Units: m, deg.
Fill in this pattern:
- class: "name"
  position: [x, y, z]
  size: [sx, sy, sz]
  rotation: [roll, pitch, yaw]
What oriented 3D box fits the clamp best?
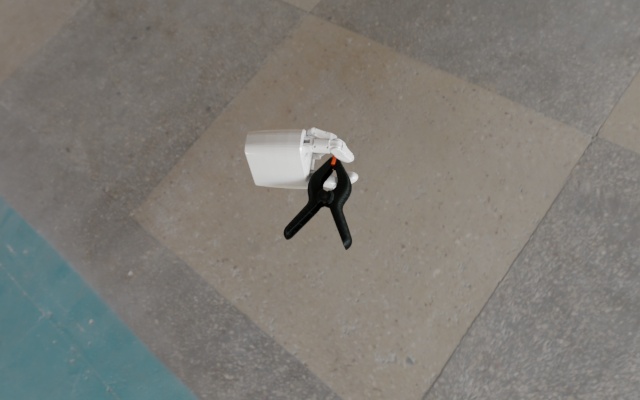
- class: "clamp"
  position: [0.000, 0.002, 0.837]
  size: [0.120, 0.171, 0.039]
  rotation: [2, -24, 7]
